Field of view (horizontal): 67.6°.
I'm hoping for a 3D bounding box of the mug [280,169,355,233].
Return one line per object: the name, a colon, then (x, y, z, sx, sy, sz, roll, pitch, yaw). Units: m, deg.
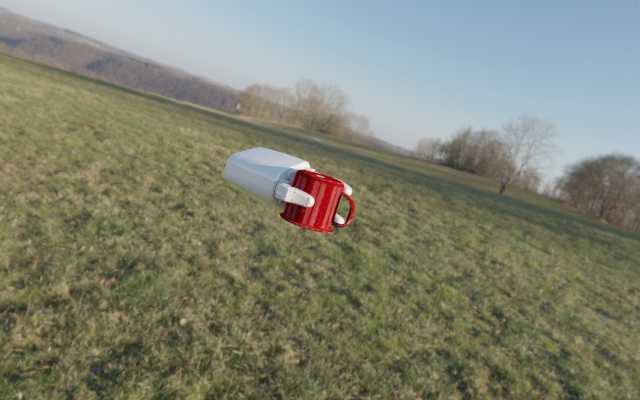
mug: (0.001, 0.003, 0.767, 0.117, 0.081, 0.093, 21, 9, 21)
